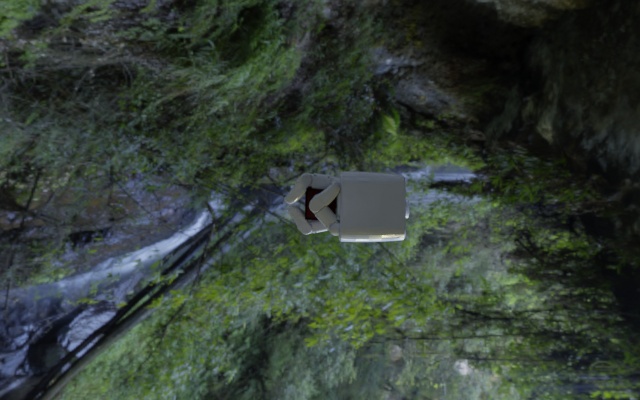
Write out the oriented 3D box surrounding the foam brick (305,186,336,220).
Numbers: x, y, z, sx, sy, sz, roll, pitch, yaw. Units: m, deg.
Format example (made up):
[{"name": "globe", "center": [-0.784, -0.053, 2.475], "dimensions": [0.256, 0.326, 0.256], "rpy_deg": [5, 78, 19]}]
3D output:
[{"name": "foam brick", "center": [0.000, 0.003, 0.819], "dimensions": [0.051, 0.053, 0.078], "rpy_deg": [1, 8, -1]}]
